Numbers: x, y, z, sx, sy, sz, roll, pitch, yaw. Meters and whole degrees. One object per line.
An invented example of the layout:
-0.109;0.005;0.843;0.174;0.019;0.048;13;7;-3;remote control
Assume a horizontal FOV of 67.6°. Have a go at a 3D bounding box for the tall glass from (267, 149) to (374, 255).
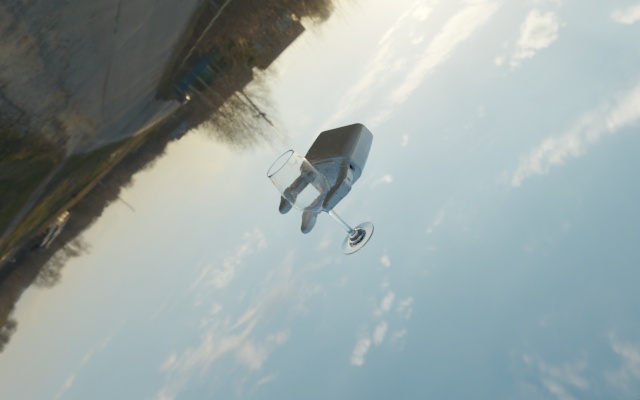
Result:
0.001;0.003;0.820;0.201;0.079;0.079;44;-19;-21;tall glass
